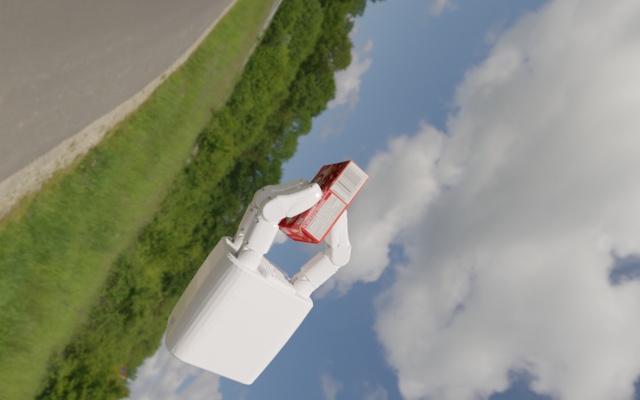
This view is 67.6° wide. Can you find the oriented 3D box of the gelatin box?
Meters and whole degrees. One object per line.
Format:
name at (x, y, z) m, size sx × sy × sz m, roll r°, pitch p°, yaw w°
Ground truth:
gelatin box at (0.001, 0.002, 0.491) m, size 0.030 × 0.089 × 0.073 m, roll 42°, pitch -15°, yaw -16°
